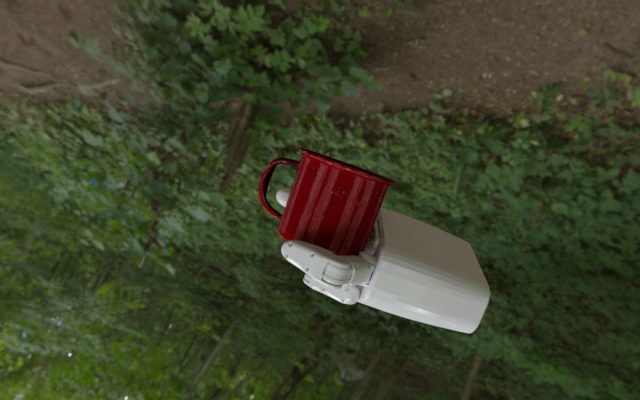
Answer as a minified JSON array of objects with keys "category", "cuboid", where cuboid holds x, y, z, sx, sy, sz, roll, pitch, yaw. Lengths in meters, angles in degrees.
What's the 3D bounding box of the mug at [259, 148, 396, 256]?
[{"category":"mug","cuboid":[-0.001,0.001,0.436,0.117,0.081,0.093,19,7,-4]}]
